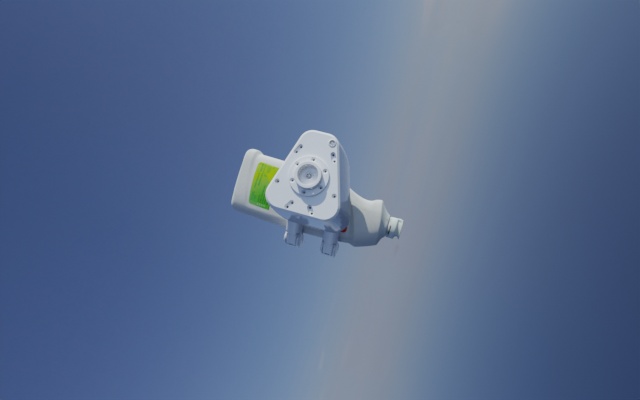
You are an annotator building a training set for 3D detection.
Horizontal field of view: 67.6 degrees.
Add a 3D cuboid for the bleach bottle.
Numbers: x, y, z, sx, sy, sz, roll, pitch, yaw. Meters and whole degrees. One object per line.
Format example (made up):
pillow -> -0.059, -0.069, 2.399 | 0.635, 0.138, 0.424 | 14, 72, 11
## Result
bleach bottle -> 0.000, 0.002, 0.715 | 0.251, 0.102, 0.068 | 15, -5, 10
